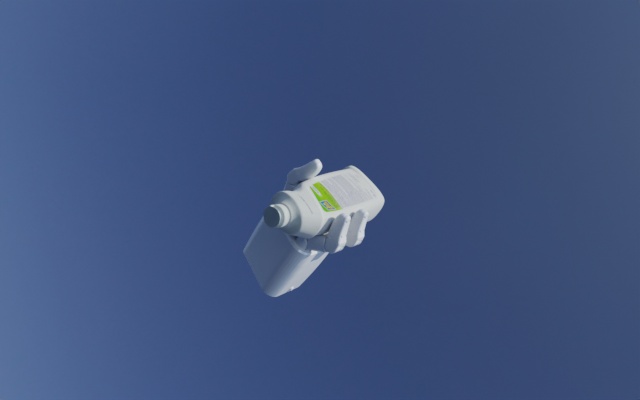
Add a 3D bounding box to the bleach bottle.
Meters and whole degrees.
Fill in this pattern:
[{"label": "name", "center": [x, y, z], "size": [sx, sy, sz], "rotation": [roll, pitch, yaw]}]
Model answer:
[{"label": "bleach bottle", "center": [0.000, 0.002, 0.724], "size": [0.102, 0.068, 0.251], "rotation": [46, 28, 20]}]
